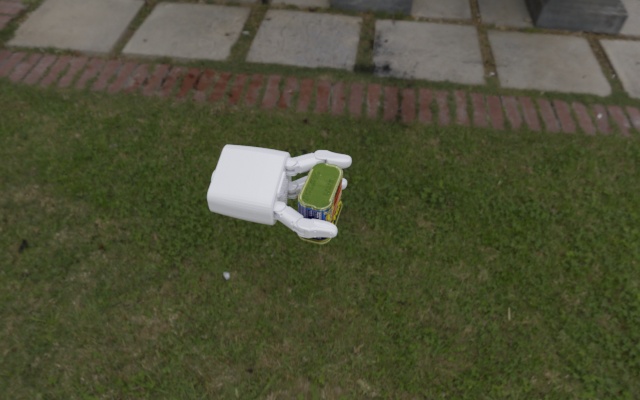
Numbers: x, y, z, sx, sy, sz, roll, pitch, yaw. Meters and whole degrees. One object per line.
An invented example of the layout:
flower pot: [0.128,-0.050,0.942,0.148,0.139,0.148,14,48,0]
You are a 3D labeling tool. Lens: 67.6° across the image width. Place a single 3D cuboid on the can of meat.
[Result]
can of meat: [0.000,0.002,0.753,0.057,0.102,0.084,13,-40,10]
